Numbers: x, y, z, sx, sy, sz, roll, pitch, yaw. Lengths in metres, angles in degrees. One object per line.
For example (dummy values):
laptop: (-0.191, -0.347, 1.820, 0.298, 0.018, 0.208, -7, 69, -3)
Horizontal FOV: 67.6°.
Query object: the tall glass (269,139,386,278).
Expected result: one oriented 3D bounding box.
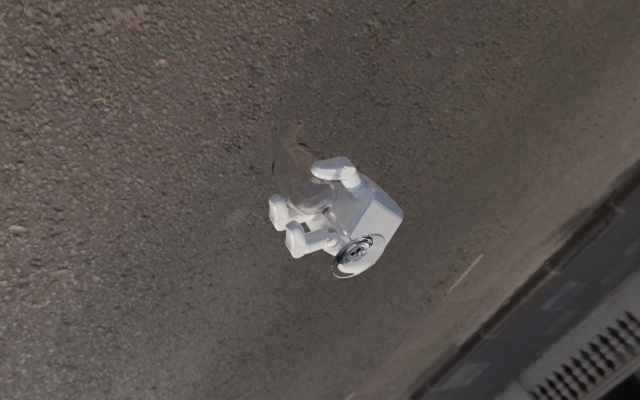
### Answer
tall glass: (0.000, 0.002, 0.623, 0.079, 0.079, 0.201, 0, 40, -37)
